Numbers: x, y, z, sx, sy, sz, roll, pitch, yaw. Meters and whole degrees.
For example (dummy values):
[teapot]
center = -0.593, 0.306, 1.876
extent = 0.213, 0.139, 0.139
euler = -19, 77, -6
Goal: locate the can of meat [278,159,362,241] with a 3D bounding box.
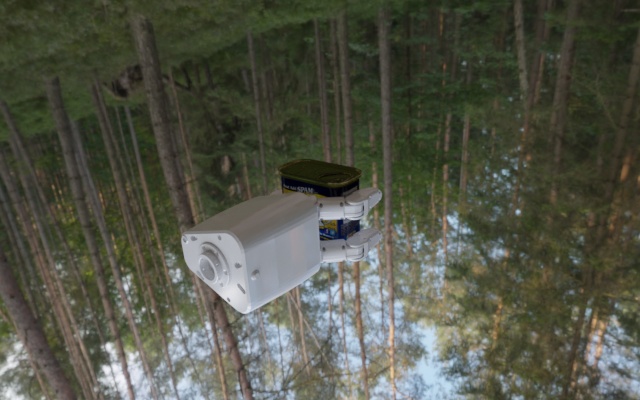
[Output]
[can of meat]
center = 0.000, 0.002, 0.580
extent = 0.102, 0.084, 0.057
euler = 14, 28, 35
